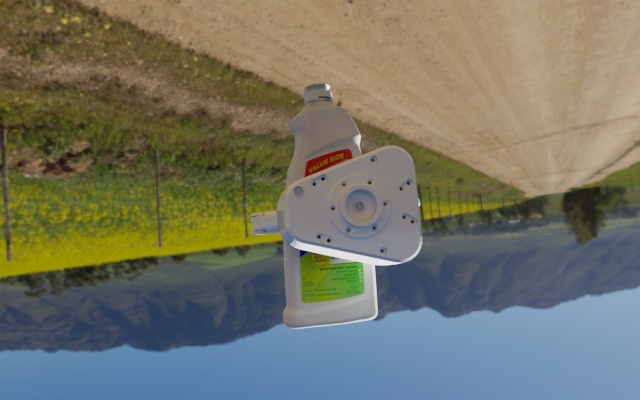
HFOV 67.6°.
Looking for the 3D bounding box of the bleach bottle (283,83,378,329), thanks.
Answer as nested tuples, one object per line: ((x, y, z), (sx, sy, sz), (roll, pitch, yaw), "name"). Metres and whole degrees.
((0.000, 0.002, 0.511), (0.102, 0.251, 0.068), (-5, -4, -6), "bleach bottle")
